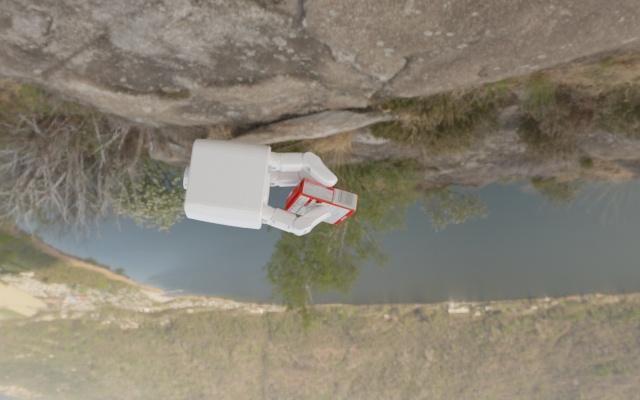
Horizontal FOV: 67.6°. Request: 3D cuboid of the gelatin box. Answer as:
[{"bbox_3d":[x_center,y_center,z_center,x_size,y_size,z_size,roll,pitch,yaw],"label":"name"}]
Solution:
[{"bbox_3d":[0.000,0.003,0.706,0.089,0.030,0.073,17,-25,-15],"label":"gelatin box"}]
